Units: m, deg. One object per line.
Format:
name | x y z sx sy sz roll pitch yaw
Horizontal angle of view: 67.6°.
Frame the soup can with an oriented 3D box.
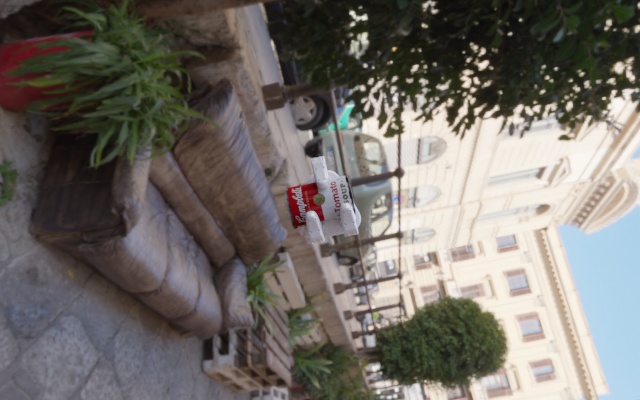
soup can | 0.000 0.002 0.765 0.102 0.068 0.068 -12 0 2
